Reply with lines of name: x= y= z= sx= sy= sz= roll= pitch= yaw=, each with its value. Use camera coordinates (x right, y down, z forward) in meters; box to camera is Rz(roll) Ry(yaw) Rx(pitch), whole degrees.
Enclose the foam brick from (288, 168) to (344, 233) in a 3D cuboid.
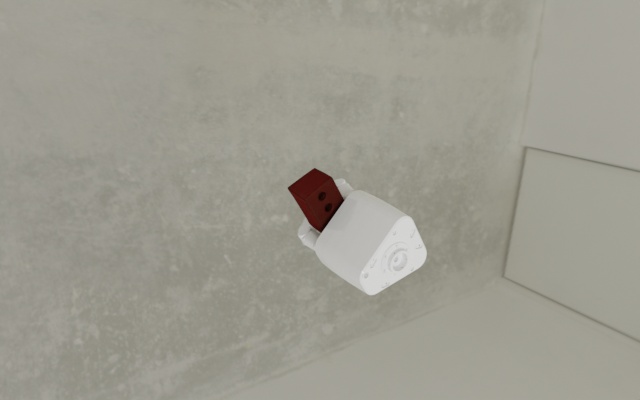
foam brick: x=0.000 y=0.002 z=0.688 sx=0.053 sy=0.078 sz=0.051 roll=-39 pitch=34 yaw=-13
